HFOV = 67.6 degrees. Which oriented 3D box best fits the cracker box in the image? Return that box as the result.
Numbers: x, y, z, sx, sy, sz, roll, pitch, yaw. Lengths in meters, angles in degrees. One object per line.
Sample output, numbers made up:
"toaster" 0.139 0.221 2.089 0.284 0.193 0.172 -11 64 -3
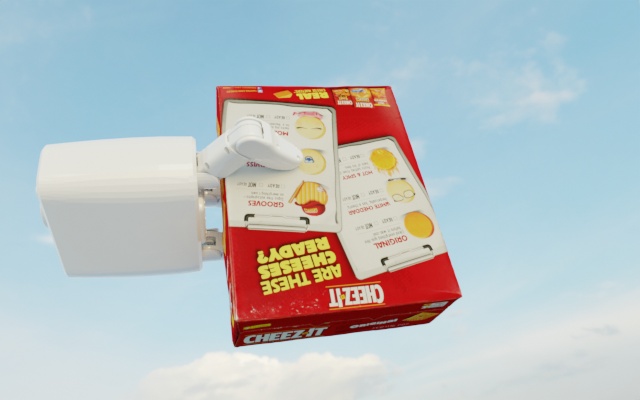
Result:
"cracker box" 0.000 0.001 0.401 0.164 0.213 0.072 -3 -32 -13
